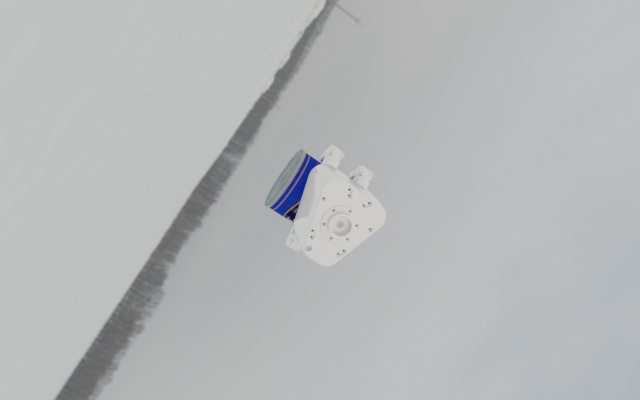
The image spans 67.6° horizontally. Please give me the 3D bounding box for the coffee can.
[{"bbox_3d":[0.000,0.002,0.736,0.140,0.103,0.103,34,-8,-13],"label":"coffee can"}]
